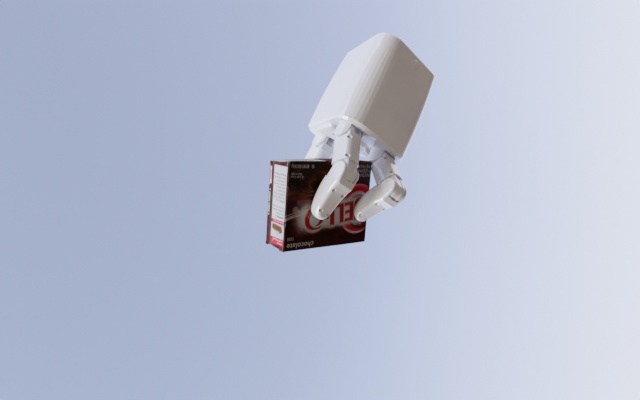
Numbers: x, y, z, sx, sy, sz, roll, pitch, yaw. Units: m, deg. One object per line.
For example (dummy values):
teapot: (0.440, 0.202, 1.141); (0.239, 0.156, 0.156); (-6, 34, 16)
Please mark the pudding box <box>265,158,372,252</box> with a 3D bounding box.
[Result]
pudding box: (0.000, 0.002, 0.499); (0.113, 0.090, 0.039); (-3, 11, -36)
